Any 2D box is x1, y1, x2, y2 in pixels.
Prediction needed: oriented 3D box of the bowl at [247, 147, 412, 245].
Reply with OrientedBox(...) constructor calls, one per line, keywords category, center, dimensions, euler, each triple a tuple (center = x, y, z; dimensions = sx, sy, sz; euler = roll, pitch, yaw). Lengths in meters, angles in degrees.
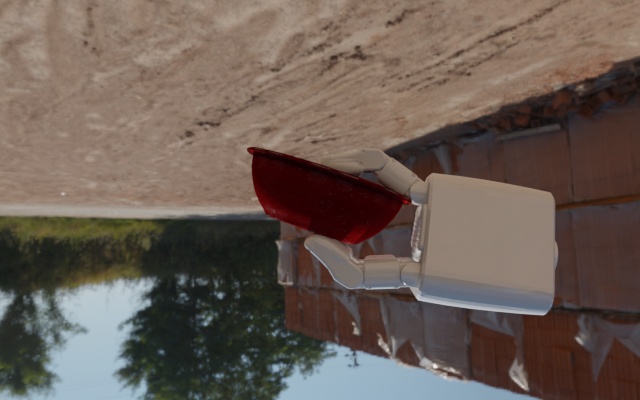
OrientedBox(category="bowl", center=(-0.001, 0.002, 0.449), dimensions=(0.162, 0.055, 0.162), euler=(19, -1, 0))
